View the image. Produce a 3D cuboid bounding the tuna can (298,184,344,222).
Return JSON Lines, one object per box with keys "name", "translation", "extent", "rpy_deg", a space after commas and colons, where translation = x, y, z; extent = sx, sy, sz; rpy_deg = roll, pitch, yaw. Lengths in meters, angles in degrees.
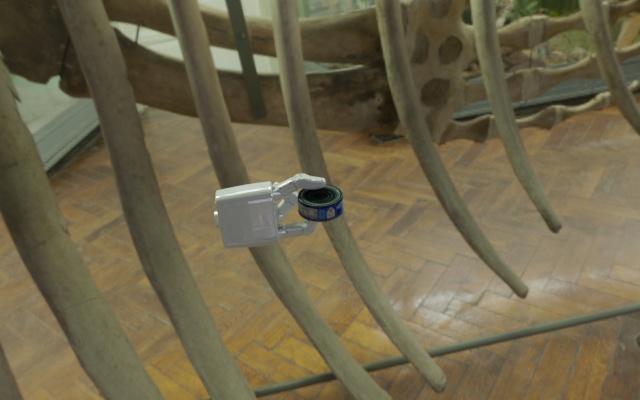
{"name": "tuna can", "translation": [0.000, 0.002, 0.887], "extent": [0.086, 0.034, 0.086], "rpy_deg": [-2, 31, 1]}
